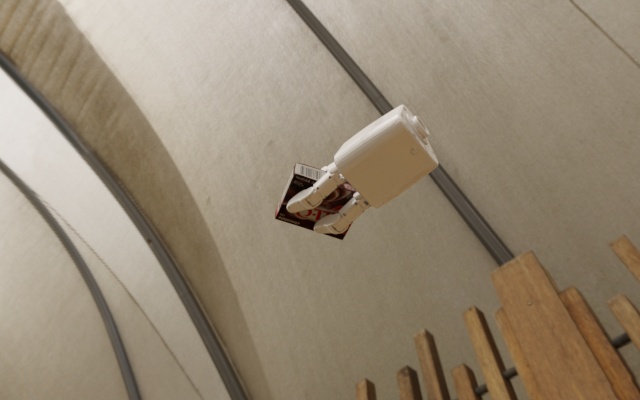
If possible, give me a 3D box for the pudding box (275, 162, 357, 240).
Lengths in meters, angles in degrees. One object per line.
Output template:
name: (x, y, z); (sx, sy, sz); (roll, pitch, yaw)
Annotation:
pudding box: (0.000, 0.002, 0.706); (0.113, 0.090, 0.039); (19, 35, -9)
